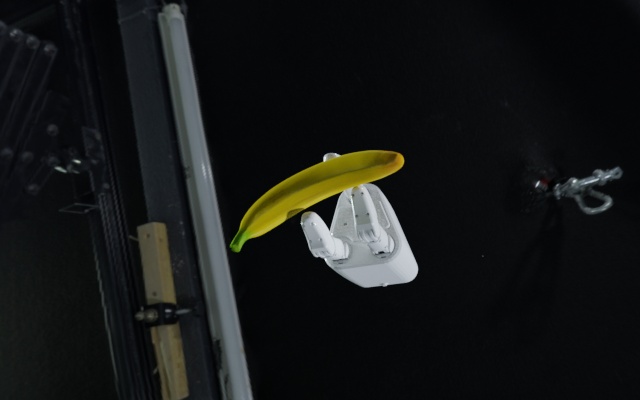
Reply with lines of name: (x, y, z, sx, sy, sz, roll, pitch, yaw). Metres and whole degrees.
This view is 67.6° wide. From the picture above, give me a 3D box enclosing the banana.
banana: (-0.007, -0.008, 0.509, 0.198, 0.037, 0.069, -29, 39, 5)
